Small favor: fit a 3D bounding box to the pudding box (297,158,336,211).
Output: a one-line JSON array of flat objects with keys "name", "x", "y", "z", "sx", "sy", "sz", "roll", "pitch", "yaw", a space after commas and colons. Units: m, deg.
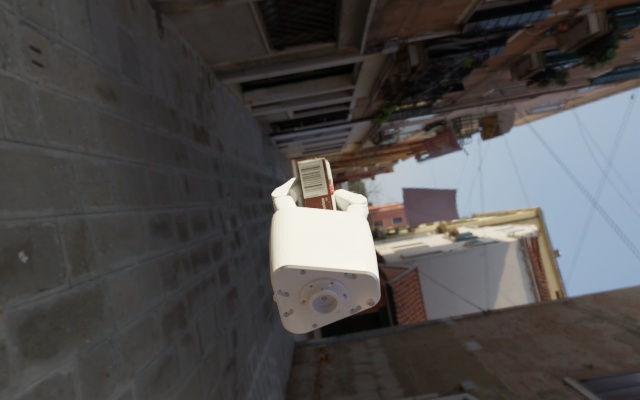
[{"name": "pudding box", "x": 0.000, "y": 0.002, "z": 0.630, "sx": 0.039, "sy": 0.113, "sz": 0.090, "roll": -8, "pitch": 2, "yaw": 3}]
